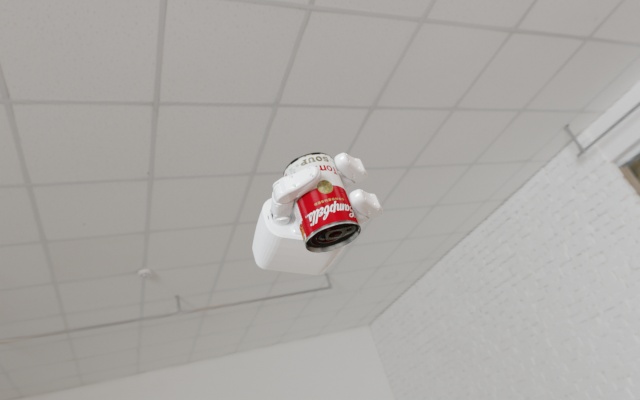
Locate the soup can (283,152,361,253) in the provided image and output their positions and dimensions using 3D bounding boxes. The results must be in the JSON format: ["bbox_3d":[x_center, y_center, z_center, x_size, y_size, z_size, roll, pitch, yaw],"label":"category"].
[{"bbox_3d":[0.000,0.001,0.573,0.068,0.102,0.068,-15,-29,-8],"label":"soup can"}]
